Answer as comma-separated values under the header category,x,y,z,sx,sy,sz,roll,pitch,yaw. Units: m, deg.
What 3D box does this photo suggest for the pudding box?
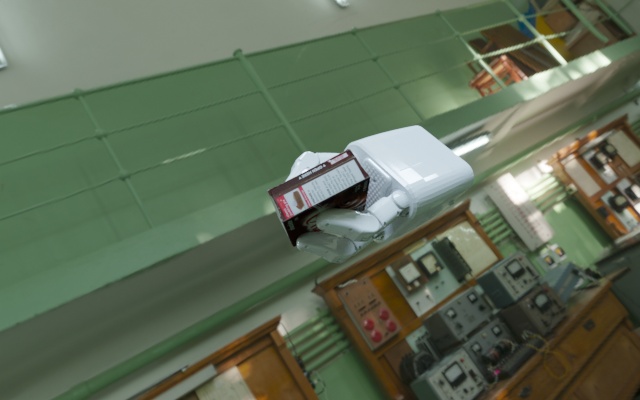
category,x,y,z,sx,sy,sz,roll,pitch,yaw
pudding box,0.000,0.001,0.478,0.090,0.039,0.113,-28,-18,-6
